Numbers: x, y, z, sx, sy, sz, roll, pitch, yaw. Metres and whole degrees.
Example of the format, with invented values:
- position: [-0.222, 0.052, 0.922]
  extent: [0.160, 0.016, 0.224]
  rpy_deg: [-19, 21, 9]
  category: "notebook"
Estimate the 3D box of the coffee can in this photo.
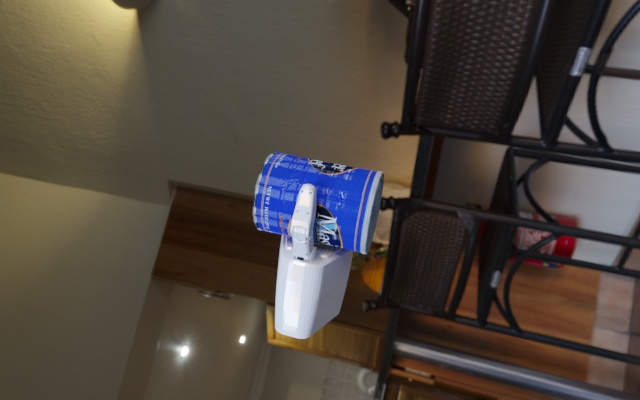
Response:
- position: [0.000, 0.002, 0.596]
  extent: [0.140, 0.103, 0.103]
  rpy_deg: [12, 2, 11]
  category: "coffee can"
